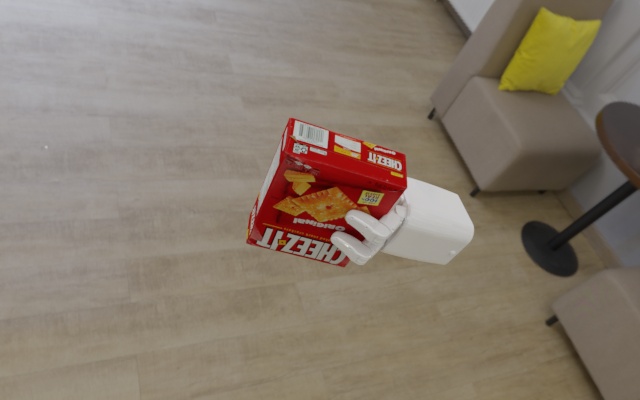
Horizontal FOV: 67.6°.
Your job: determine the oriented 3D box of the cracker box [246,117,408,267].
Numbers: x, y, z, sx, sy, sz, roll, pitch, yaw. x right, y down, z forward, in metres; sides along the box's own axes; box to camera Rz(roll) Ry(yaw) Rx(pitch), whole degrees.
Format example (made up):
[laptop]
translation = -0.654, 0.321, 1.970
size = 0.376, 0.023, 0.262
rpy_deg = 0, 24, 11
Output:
[cracker box]
translation = 0.000, 0.002, 0.671
size = 0.164, 0.072, 0.214
rpy_deg = 16, -41, -13
